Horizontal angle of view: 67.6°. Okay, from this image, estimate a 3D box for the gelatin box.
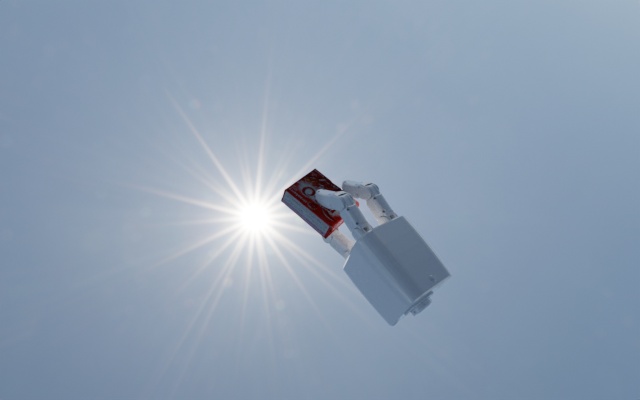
[{"bbox_3d":[0.000,0.002,0.689,0.089,0.030,0.073,39,46,13],"label":"gelatin box"}]
